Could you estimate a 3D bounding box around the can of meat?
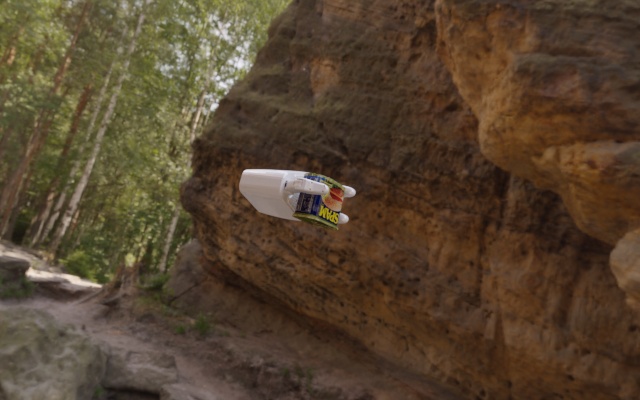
[{"bbox_3d":[0.000,0.003,0.897,0.057,0.084,0.102,7,-12,34],"label":"can of meat"}]
